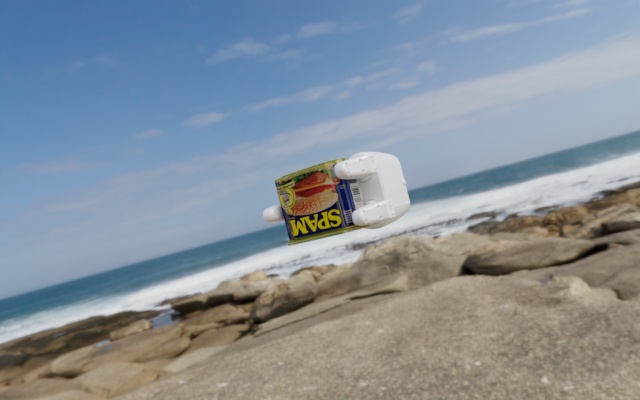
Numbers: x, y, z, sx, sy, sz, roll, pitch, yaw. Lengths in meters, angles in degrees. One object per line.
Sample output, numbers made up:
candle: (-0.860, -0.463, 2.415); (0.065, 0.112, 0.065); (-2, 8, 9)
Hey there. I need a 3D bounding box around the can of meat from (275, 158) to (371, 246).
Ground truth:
can of meat: (0.000, 0.002, 0.571); (0.102, 0.084, 0.057); (-15, -2, 30)
